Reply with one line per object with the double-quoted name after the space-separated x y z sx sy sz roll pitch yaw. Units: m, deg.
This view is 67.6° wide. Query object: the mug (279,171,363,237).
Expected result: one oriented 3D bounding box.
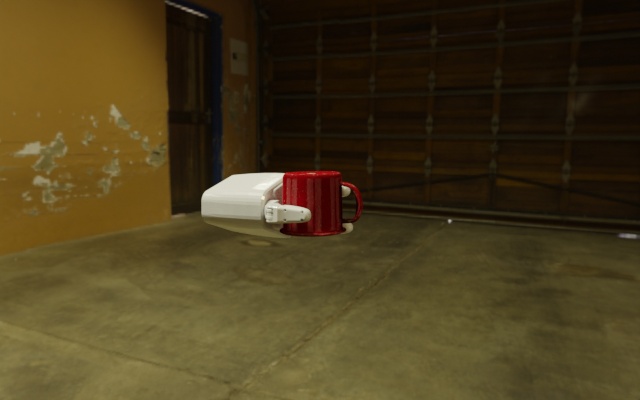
0.001 0.002 0.652 0.117 0.081 0.093 1 7 21 "mug"
